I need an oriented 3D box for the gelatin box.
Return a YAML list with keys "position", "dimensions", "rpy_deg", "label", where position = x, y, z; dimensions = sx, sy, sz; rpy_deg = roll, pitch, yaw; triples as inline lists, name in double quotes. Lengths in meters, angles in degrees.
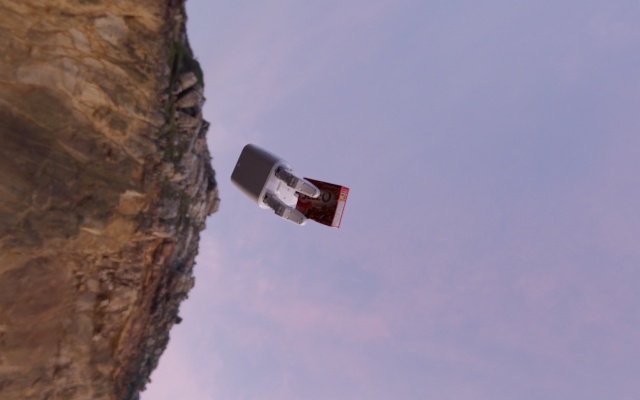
- position: [0.001, 0.003, 0.839]
  dimensions: [0.089, 0.073, 0.030]
  rpy_deg: [15, 0, 35]
  label: "gelatin box"
